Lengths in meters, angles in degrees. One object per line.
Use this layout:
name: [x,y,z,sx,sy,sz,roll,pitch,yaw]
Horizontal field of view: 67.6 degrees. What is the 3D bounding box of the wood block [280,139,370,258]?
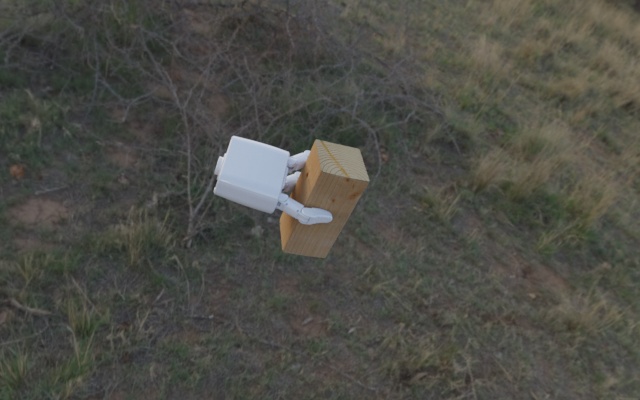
wood block: [0.000,0.003,0.879,0.090,0.206,0.090,11,41,-20]
